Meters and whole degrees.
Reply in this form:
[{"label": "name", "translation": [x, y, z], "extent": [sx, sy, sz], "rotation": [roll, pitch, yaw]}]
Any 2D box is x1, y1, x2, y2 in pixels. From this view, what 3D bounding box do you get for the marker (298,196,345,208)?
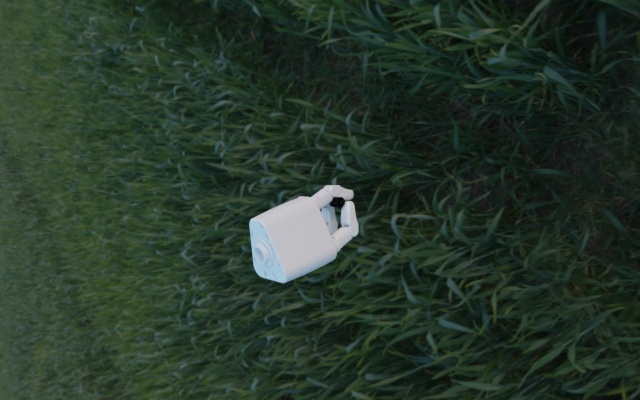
[{"label": "marker", "translation": [0.000, 0.003, 0.850], "extent": [0.020, 0.020, 0.121], "rotation": [0, 1, -39]}]
